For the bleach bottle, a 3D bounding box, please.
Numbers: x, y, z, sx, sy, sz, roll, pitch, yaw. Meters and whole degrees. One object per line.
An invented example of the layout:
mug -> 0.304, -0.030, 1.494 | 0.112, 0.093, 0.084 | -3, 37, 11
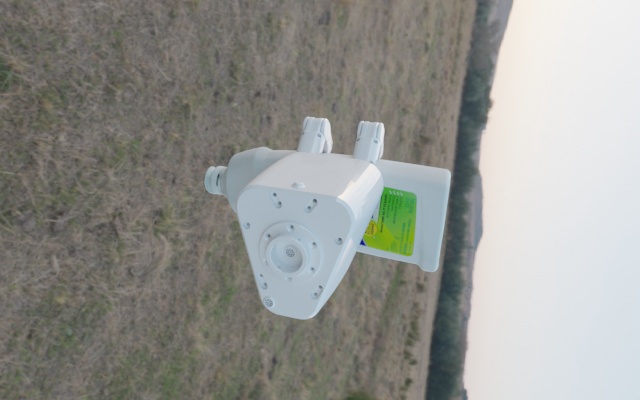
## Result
bleach bottle -> 0.000, 0.002, 0.493 | 0.251, 0.103, 0.068 | 8, 20, 14
